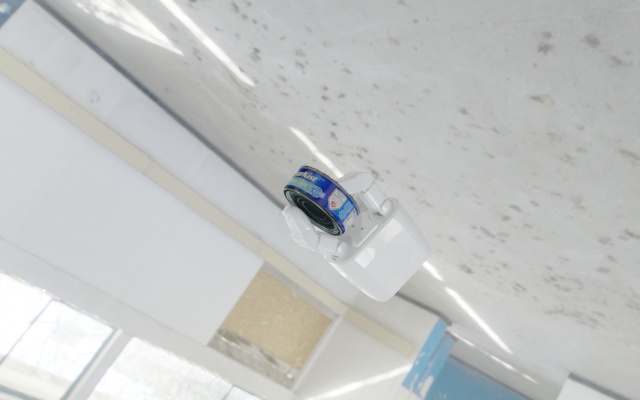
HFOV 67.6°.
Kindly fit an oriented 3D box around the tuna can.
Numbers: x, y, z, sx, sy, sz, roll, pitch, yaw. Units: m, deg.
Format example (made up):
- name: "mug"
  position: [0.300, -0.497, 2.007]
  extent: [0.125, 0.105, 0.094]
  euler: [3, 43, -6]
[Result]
- name: "tuna can"
  position: [0.000, 0.002, 0.538]
  extent: [0.086, 0.033, 0.086]
  euler: [35, -16, 12]
